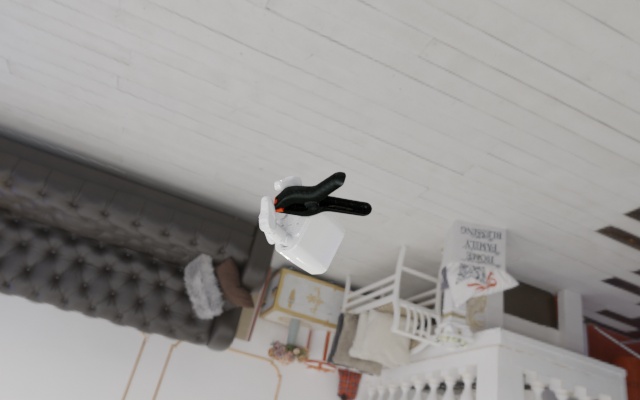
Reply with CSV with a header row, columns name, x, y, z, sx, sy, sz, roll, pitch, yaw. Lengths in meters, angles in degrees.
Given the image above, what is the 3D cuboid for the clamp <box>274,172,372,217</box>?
name,x,y,z,sx,sy,sz,roll,pitch,yaw
clamp,0.000,0.003,0.817,0.171,0.039,0.120,-10,-40,37
